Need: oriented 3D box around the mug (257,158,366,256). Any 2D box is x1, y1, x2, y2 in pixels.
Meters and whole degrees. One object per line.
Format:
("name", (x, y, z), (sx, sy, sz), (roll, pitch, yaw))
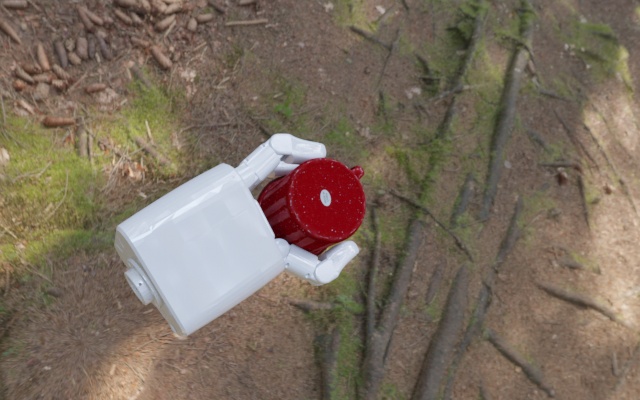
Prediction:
("mug", (0.001, 0.001, 0.474), (0.117, 0.093, 0.081), (-36, 3, -29))
